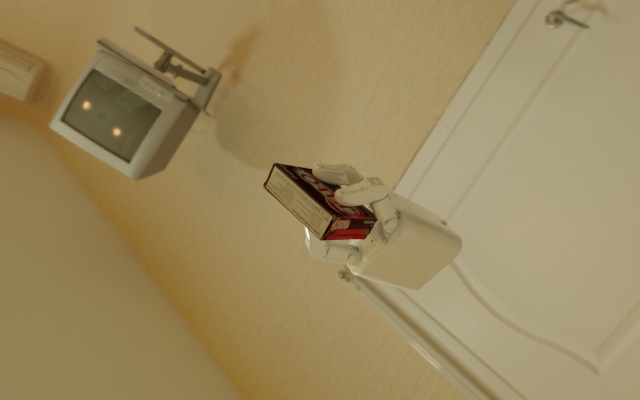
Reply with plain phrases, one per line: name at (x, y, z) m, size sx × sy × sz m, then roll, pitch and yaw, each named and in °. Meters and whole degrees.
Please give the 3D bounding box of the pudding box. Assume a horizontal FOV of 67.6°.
pudding box at (0.000, 0.002, 0.567) m, size 0.113 × 0.039 × 0.090 m, roll 39°, pitch 19°, yaw 32°
